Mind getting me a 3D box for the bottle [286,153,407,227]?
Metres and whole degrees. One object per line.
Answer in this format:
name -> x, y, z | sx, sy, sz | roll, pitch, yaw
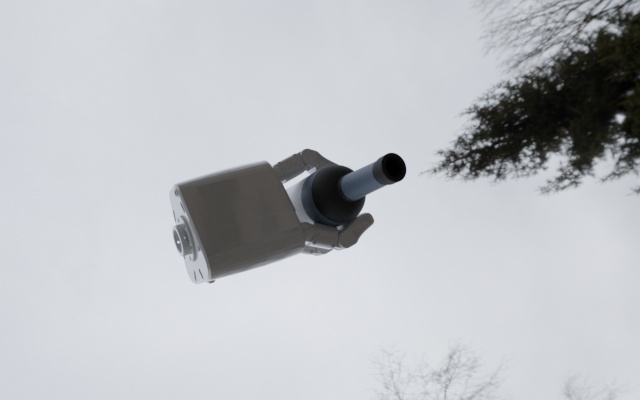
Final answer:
bottle -> 0.000, 0.002, 0.553 | 0.069, 0.069, 0.296 | 0, -12, -27
